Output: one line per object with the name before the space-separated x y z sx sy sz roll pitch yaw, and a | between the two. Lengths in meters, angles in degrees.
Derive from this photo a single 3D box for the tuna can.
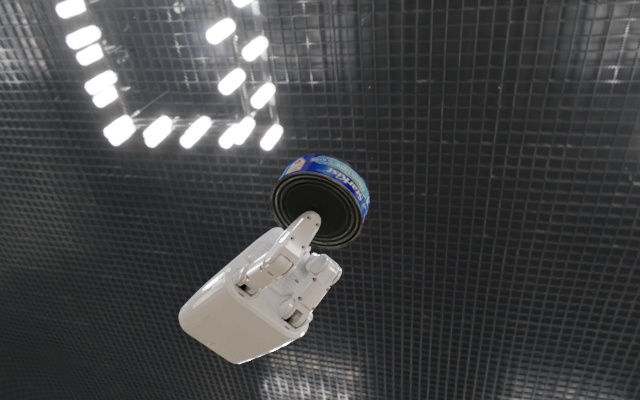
tuna can | 0.000 0.001 0.427 0.086 0.086 0.033 0 37 23
